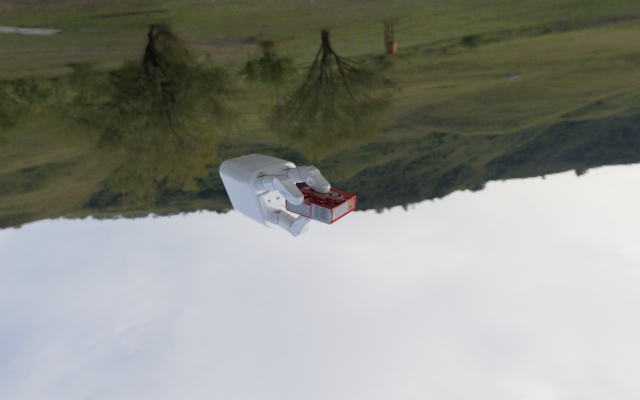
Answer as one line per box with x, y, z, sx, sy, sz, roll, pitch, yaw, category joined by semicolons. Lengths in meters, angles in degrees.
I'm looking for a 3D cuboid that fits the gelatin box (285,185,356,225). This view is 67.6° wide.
0.000;0.003;0.753;0.089;0.030;0.073;17;27;31;gelatin box
